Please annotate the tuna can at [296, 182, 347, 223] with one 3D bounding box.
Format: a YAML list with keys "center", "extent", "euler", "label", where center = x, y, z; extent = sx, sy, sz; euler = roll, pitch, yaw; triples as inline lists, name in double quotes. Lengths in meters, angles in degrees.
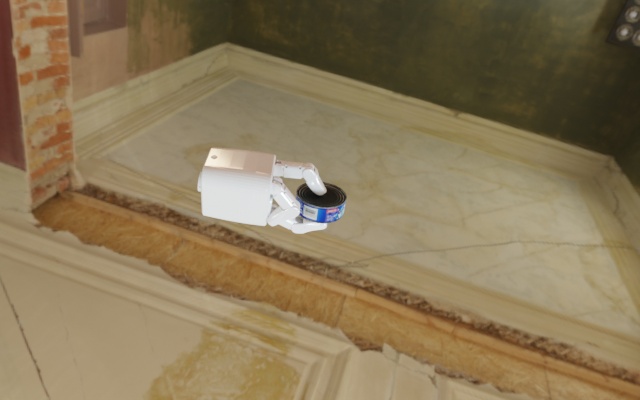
- center: [0.000, 0.003, 0.813]
  extent: [0.086, 0.034, 0.086]
  euler: [6, 31, -4]
  label: "tuna can"
